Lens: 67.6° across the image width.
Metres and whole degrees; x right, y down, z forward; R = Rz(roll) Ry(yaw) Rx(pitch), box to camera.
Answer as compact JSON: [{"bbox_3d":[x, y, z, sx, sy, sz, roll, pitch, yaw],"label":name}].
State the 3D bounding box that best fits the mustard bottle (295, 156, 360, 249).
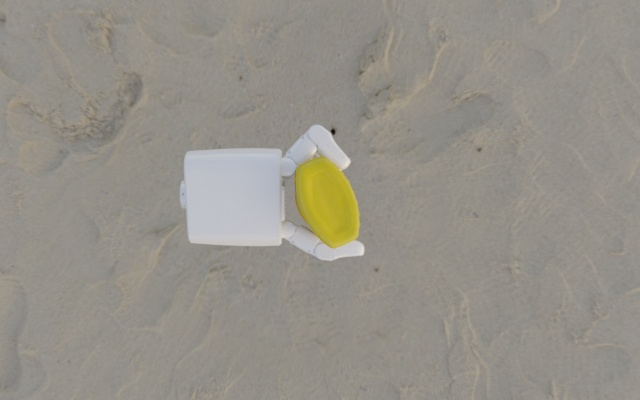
[{"bbox_3d":[0.000,0.002,0.582,0.058,0.096,0.191,-25,2,-5],"label":"mustard bottle"}]
